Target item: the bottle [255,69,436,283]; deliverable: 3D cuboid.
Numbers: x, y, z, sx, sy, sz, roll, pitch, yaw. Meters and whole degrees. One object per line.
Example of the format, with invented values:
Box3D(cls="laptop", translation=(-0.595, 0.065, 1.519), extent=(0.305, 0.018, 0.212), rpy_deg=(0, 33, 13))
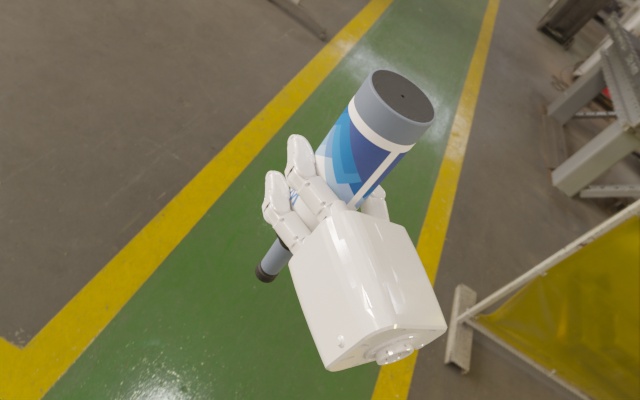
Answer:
Box3D(cls="bottle", translation=(0.000, 0.001, 0.489), extent=(0.069, 0.069, 0.296), rpy_deg=(0, -37, -35))
